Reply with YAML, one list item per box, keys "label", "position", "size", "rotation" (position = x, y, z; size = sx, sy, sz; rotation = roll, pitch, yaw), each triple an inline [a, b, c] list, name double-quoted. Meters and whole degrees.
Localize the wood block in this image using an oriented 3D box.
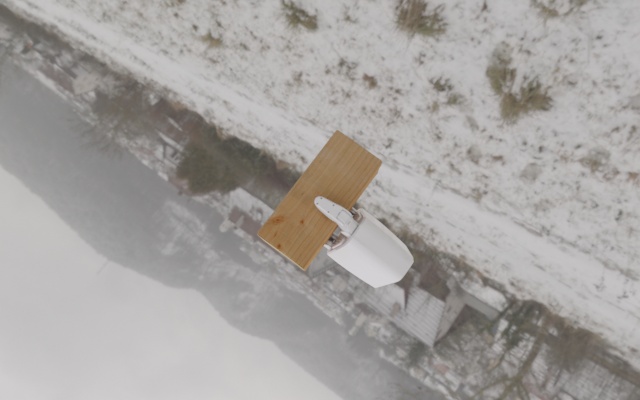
- label: "wood block"
  position: [0.000, 0.003, 0.770]
  size: [0.090, 0.206, 0.091]
  rotation: [36, -9, 6]
